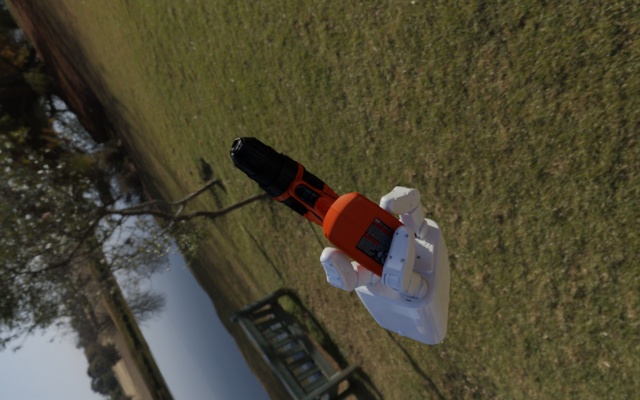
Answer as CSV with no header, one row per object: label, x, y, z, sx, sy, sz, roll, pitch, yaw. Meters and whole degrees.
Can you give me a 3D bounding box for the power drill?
power drill,0.000,0.002,0.516,0.184,0.057,0.187,33,1,-33
